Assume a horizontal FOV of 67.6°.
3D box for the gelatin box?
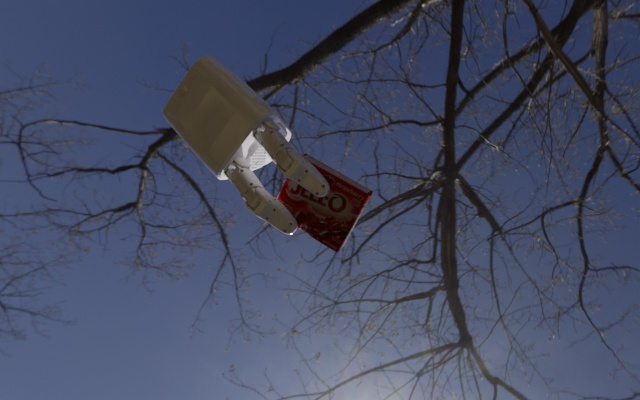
[{"bbox_3d":[0.001,0.002,0.516,0.089,0.073,0.030,30,16,10],"label":"gelatin box"}]
